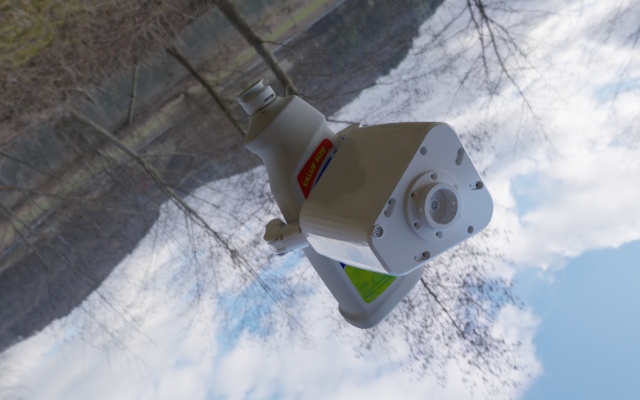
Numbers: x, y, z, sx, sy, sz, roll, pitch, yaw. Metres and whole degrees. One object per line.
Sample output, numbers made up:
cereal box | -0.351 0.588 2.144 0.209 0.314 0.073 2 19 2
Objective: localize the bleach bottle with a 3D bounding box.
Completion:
bleach bottle | 0.000 0.001 0.463 0.102 0.251 0.068 -42 20 -16
